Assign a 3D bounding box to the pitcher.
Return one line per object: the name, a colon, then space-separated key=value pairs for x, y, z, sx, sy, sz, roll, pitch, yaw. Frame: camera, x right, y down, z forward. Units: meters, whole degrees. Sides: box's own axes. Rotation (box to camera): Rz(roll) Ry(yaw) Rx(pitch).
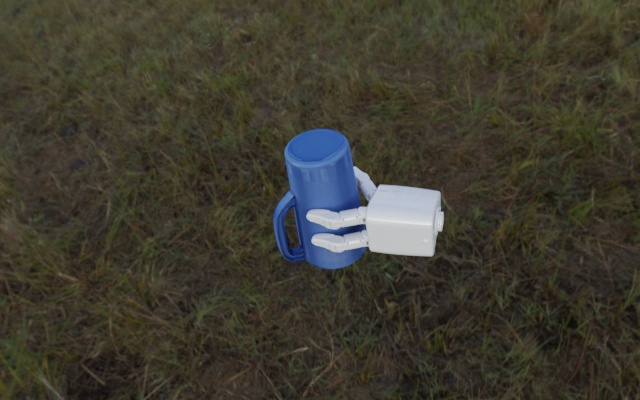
pitcher: x=0.000 y=0.003 z=0.854 sx=0.145 sy=0.243 sz=0.149 roll=8 pitch=44 yaw=21
